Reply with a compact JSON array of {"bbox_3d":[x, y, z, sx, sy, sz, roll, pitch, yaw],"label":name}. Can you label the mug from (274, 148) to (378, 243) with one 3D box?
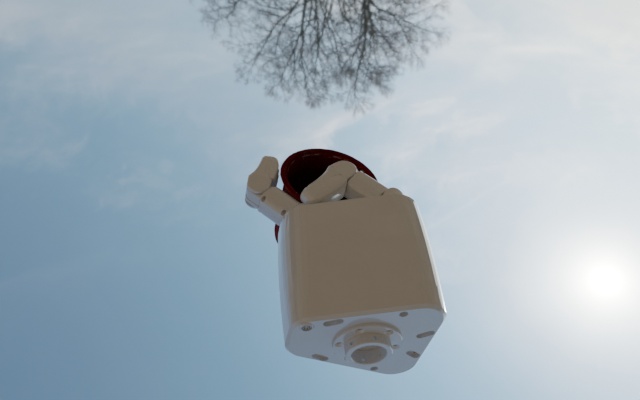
[{"bbox_3d":[0.000,0.001,0.470,0.093,0.082,0.117,7,41,-11],"label":"mug"}]
